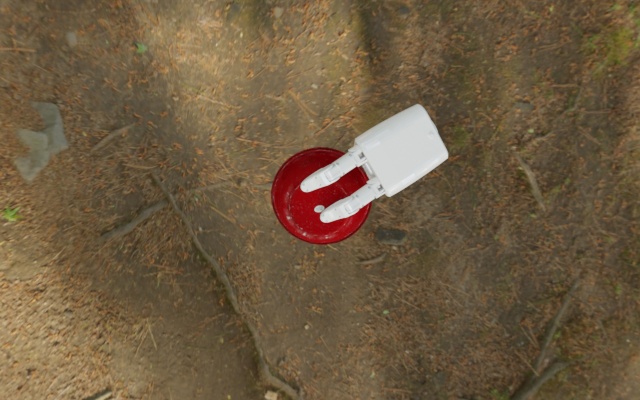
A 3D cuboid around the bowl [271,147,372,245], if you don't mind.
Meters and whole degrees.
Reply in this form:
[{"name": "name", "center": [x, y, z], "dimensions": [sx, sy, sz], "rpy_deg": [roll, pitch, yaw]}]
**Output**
[{"name": "bowl", "center": [-0.001, 0.003, 0.733], "dimensions": [0.162, 0.162, 0.055], "rpy_deg": [0, 17, 3]}]
